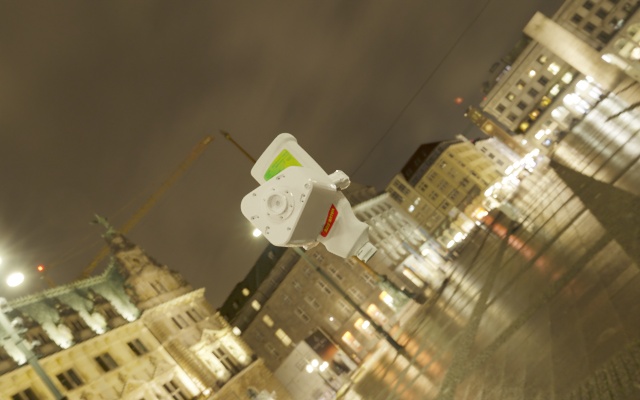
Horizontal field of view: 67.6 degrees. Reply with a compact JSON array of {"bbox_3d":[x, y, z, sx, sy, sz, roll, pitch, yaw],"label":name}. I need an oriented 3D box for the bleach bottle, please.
[{"bbox_3d":[0.000,0.003,0.809,0.250,0.102,0.068,43,11,15],"label":"bleach bottle"}]
